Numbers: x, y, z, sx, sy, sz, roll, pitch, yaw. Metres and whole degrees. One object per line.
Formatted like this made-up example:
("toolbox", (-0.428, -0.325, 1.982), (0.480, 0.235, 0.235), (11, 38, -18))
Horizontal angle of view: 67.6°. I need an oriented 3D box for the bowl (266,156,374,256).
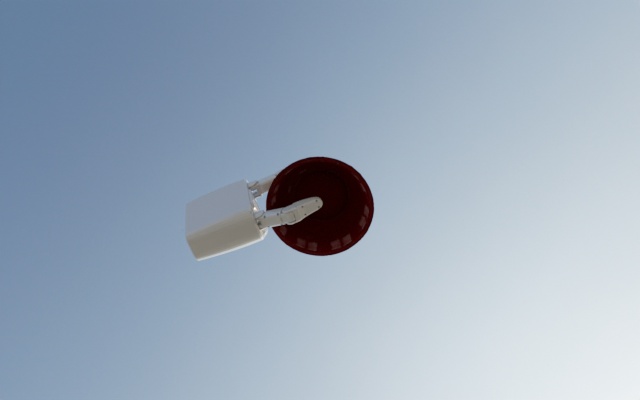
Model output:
("bowl", (0.001, 0.002, 0.733), (0.162, 0.162, 0.055), (0, 23, 3))
